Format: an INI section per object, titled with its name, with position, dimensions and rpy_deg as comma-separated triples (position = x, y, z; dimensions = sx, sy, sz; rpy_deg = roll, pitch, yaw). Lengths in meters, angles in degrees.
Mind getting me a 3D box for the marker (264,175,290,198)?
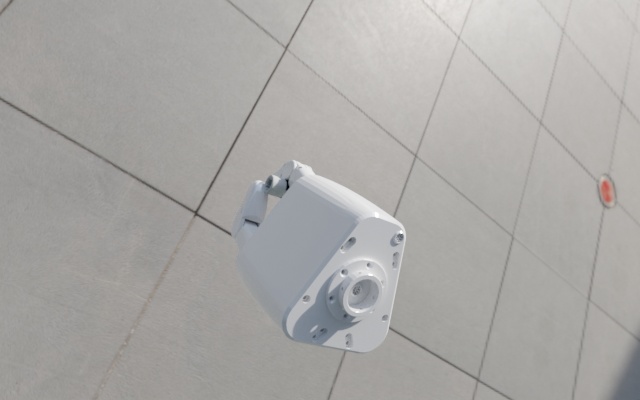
[marker]
position = 0.000, 0.002, 0.482
dimensions = 0.121, 0.020, 0.020
rpy_deg = 19, -10, -30
